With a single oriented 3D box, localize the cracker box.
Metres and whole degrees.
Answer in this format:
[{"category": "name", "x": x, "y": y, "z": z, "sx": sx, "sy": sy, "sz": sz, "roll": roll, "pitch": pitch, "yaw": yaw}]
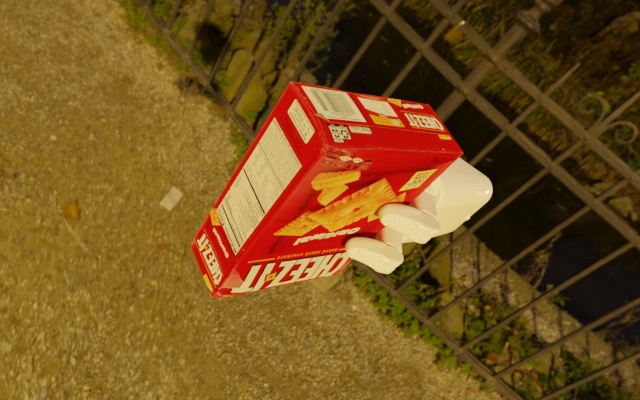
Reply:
[{"category": "cracker box", "x": 0.000, "y": 0.001, "z": 0.441, "sx": 0.164, "sy": 0.072, "sz": 0.214, "roll": -2, "pitch": -36, "yaw": -41}]
